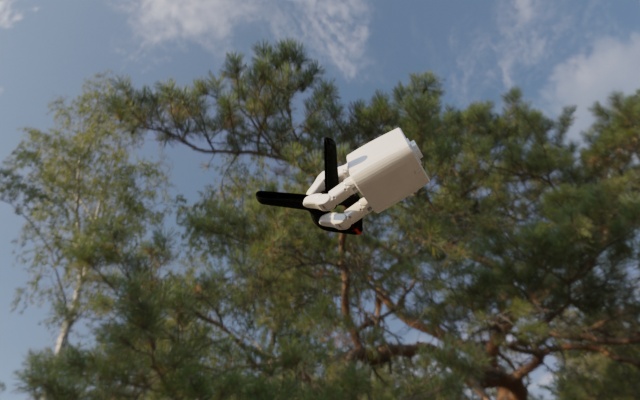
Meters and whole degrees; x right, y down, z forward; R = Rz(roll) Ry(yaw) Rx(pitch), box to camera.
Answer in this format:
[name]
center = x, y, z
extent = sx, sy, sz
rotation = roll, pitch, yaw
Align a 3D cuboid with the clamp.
[clamp]
center = 0.000, 0.002, 0.844
extent = 0.164, 0.036, 0.210
rotation = -31, -52, 12
